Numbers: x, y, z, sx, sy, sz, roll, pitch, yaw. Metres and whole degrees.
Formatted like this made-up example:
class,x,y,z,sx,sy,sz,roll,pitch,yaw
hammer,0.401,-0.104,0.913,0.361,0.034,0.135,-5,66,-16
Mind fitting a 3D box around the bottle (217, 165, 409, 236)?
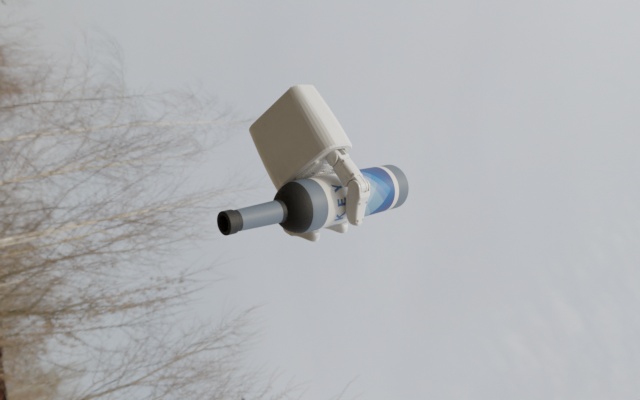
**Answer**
class,x,y,z,sx,sy,sz,roll,pitch,yaw
bottle,0.000,0.002,0.617,0.295,0.069,0.069,-12,8,-43
